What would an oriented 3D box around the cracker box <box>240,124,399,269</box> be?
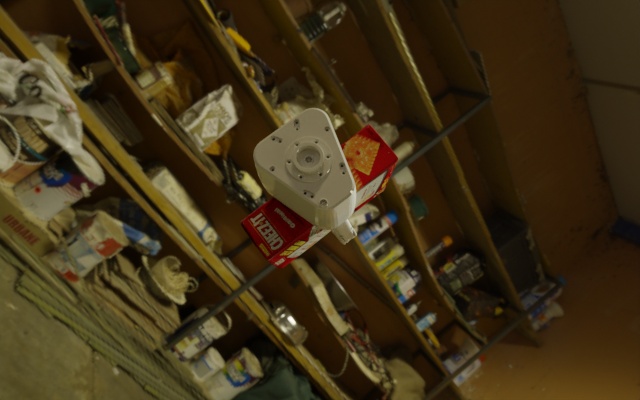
[{"bbox_3d":[0.000,0.002,0.682,0.213,0.072,0.164,-37,-10,-6],"label":"cracker box"}]
